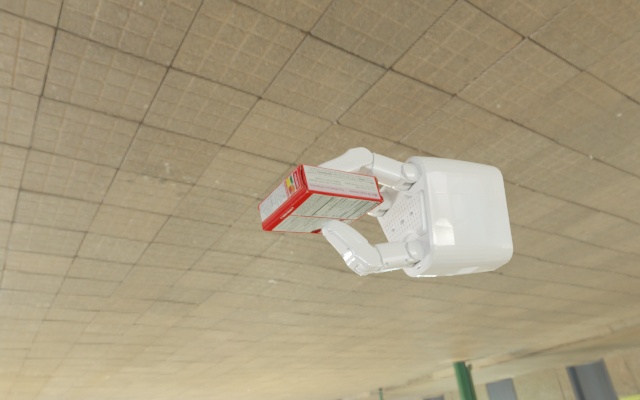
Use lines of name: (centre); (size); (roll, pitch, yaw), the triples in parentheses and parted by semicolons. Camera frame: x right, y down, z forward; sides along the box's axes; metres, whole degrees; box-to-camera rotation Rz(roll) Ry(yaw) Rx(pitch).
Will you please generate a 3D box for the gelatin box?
gelatin box: (0.000, 0.002, 0.431); (0.089, 0.030, 0.073); (6, -31, -37)
